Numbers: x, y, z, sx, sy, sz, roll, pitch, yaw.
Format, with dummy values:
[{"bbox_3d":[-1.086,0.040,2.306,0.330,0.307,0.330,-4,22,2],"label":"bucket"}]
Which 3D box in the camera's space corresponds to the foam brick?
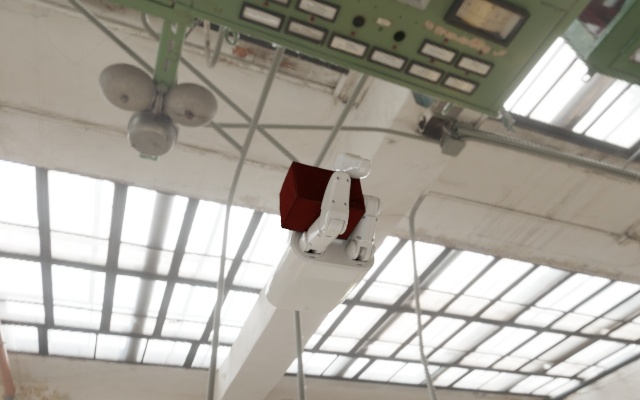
[{"bbox_3d":[0.000,0.001,0.500,0.078,0.053,0.051,12,-45,-20],"label":"foam brick"}]
